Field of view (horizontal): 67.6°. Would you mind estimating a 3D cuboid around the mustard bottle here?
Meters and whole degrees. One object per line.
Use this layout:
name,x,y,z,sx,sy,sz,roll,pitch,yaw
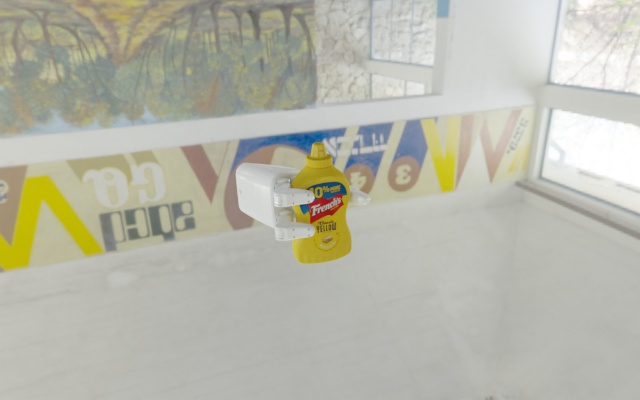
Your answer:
mustard bottle,0.000,0.003,0.758,0.096,0.192,0.058,-9,22,-17
